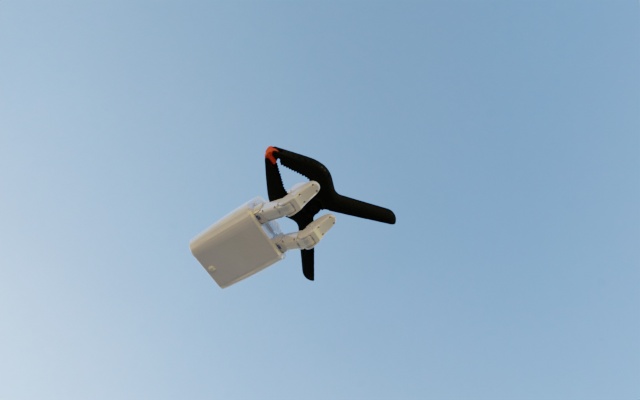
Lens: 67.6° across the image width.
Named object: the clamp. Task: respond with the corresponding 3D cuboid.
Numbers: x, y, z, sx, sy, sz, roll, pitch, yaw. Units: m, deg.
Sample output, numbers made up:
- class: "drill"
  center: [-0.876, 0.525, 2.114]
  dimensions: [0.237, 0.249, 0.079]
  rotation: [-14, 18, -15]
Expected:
- class: "clamp"
  center: [0.000, 0.002, 0.682]
  dimensions: [0.164, 0.210, 0.036]
  rotation: [-30, 23, 6]
